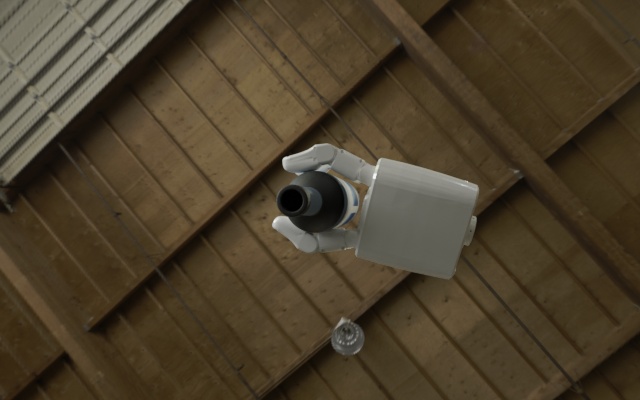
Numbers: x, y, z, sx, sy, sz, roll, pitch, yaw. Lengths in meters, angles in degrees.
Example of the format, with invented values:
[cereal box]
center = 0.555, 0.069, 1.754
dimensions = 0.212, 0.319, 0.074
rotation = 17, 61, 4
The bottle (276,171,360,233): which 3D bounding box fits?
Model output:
[bottle]
center = 0.000, 0.002, 0.544
dimensions = 0.069, 0.069, 0.296
rotation = 0, -1, 9
